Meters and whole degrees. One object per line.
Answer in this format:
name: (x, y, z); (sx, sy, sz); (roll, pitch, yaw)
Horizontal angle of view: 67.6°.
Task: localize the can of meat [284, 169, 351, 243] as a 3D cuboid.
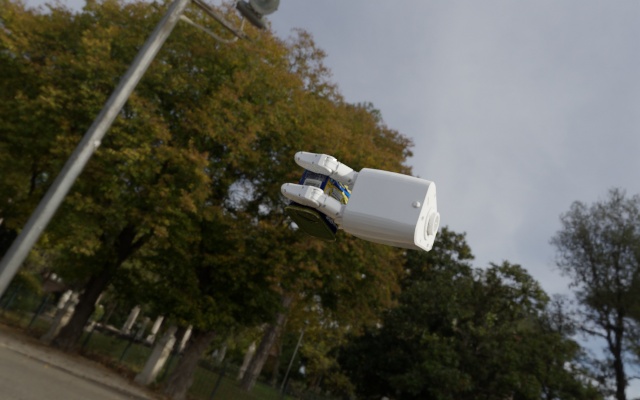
can of meat: (0.000, 0.002, 0.718); (0.057, 0.084, 0.102); (10, -25, 30)
